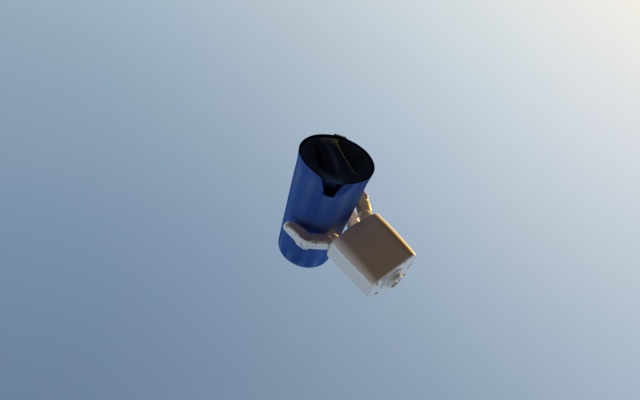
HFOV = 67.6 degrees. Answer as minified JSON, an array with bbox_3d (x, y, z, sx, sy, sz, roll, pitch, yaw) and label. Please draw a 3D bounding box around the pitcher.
[{"bbox_3d":[0.000,0.003,0.882,0.149,0.243,0.145,-20,54,-37],"label":"pitcher"}]
